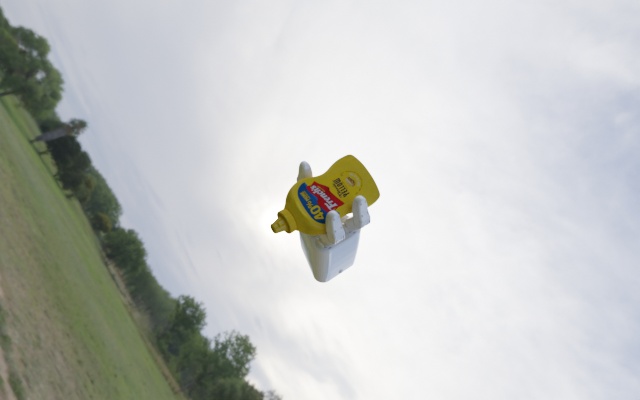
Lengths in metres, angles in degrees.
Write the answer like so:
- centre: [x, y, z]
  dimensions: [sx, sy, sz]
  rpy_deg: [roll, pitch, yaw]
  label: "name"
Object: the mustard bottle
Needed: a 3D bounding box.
- centre: [0.000, 0.002, 0.789]
  dimensions: [0.191, 0.096, 0.058]
  rpy_deg: [-30, -9, -24]
  label: "mustard bottle"
